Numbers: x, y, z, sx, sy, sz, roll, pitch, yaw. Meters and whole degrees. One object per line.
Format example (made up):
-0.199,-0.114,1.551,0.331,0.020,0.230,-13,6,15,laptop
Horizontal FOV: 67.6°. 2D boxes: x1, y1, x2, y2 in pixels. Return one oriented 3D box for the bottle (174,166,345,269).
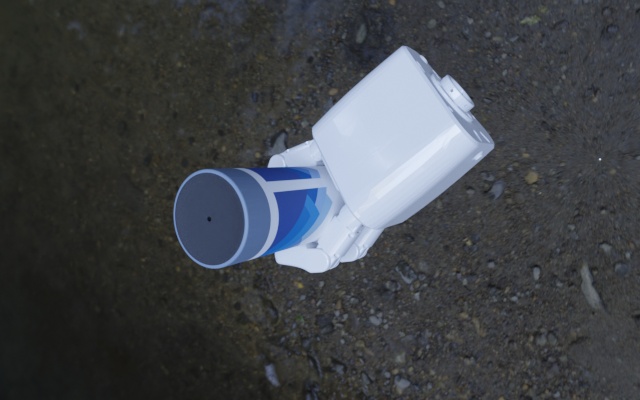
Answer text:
0.000,0.002,0.441,0.069,0.069,0.295,0,4,30,bottle
